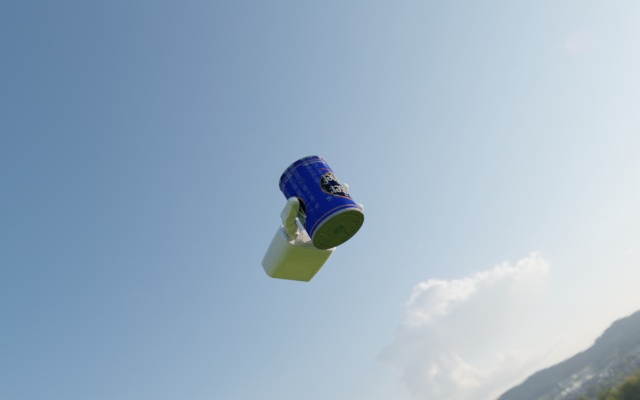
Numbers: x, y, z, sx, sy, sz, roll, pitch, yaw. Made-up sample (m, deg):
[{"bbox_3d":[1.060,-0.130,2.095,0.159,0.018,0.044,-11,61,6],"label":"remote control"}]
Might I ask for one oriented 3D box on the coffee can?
[{"bbox_3d":[0.000,0.003,0.861,0.103,0.140,0.103,-23,-33,-16],"label":"coffee can"}]
